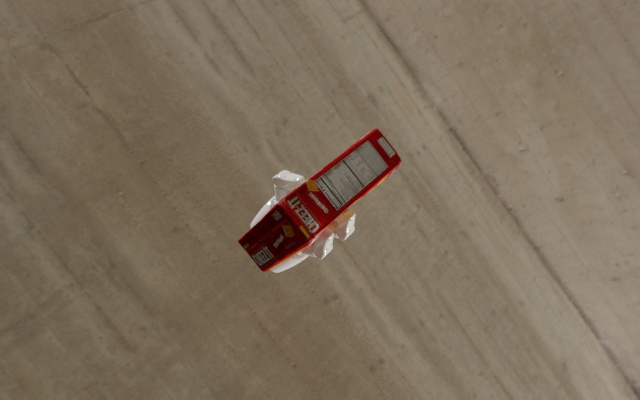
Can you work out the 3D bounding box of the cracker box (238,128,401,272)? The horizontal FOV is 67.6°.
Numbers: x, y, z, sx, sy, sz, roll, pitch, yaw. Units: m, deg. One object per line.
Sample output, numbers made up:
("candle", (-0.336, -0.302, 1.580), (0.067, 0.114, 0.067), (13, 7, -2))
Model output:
("cracker box", (0.000, 0.002, 0.699), (0.213, 0.072, 0.164), (-39, 0, -34))
